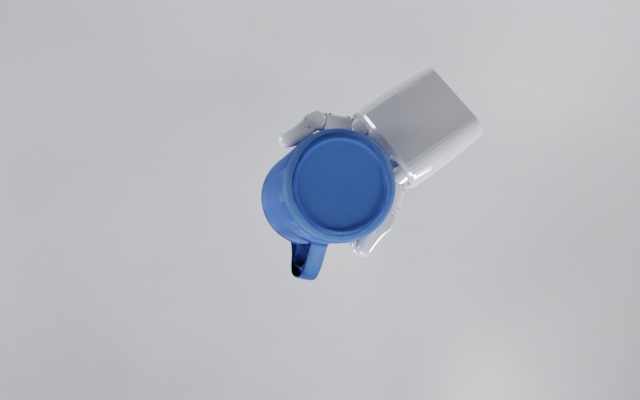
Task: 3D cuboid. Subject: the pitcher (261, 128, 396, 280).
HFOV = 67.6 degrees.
[{"bbox_3d":[0.000,0.002,0.552,0.145,0.149,0.243,-34,3,-8],"label":"pitcher"}]
